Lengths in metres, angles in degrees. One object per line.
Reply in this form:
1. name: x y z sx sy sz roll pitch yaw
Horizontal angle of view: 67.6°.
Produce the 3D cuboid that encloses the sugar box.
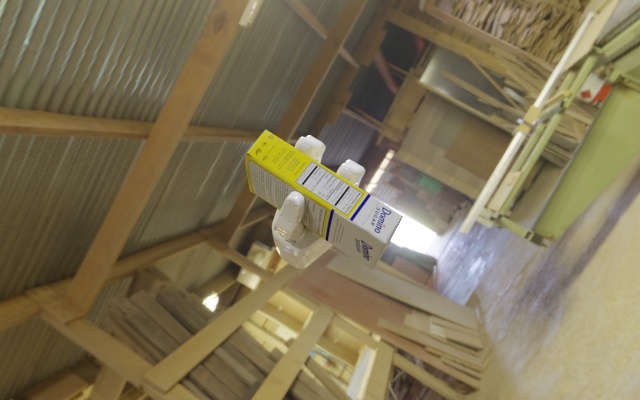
1. sugar box: 0.000 0.001 0.531 0.176 0.048 0.093 31 -23 9
